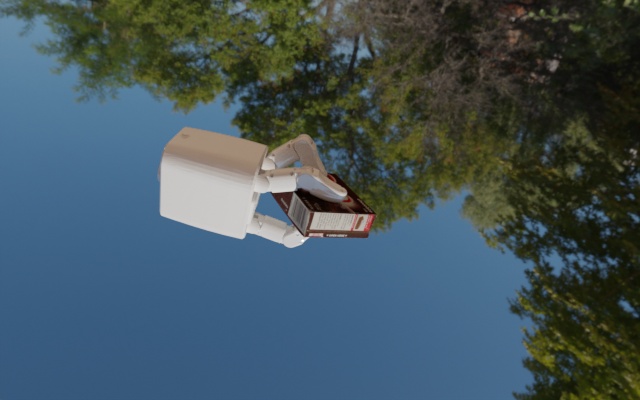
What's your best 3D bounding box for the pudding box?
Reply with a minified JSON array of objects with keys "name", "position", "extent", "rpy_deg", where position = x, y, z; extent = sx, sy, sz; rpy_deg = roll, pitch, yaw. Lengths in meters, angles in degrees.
[{"name":"pudding box","position":[0.000,0.002,0.576],"extent":[0.090,0.039,0.113],"rpy_deg":[2,29,-30]}]
